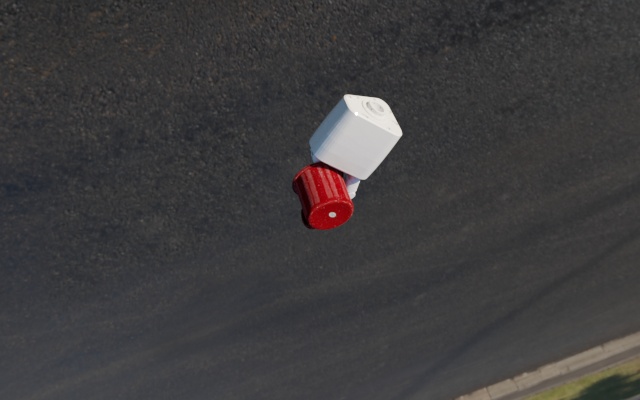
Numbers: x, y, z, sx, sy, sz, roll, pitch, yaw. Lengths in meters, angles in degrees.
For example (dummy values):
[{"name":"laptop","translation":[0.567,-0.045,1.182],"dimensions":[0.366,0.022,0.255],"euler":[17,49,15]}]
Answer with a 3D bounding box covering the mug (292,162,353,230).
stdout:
[{"name":"mug","translation":[-0.001,0.004,0.812],"dimensions":[0.093,0.081,0.117],"euler":[10,-46,-34]}]
